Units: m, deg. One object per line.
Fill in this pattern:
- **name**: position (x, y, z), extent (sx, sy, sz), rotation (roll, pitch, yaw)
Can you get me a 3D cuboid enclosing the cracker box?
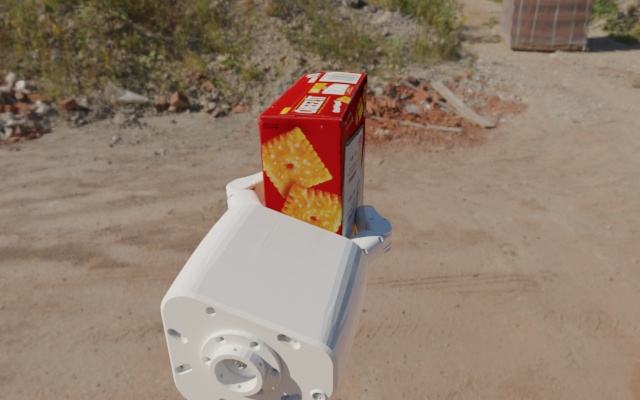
- **cracker box**: position (0.000, 0.001, 0.449), extent (0.072, 0.214, 0.164), rotation (5, 27, 10)
